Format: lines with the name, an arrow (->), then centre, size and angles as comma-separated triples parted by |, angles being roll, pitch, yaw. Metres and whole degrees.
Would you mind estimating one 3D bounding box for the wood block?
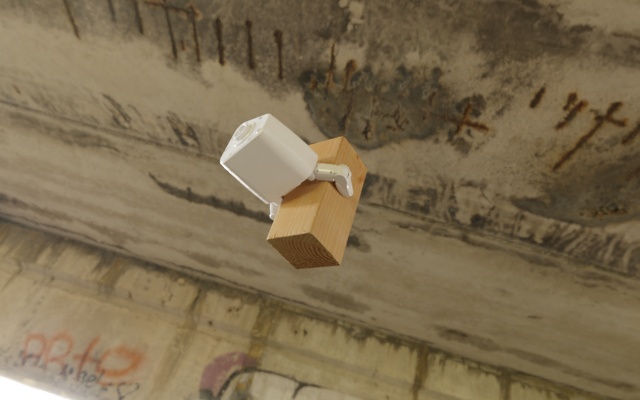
wood block -> 0.000, 0.002, 0.798 | 0.091, 0.206, 0.090 | -10, -45, 34
